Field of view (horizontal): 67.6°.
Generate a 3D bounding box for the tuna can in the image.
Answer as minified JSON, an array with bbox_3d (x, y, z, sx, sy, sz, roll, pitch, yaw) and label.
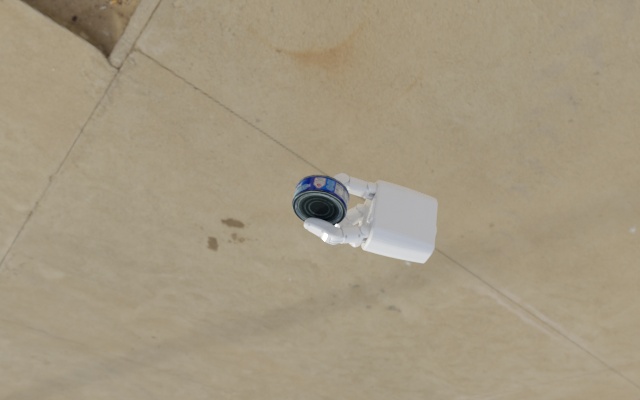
[{"bbox_3d":[0.000,0.003,0.731,0.086,0.033,0.086,7,-42,6],"label":"tuna can"}]
